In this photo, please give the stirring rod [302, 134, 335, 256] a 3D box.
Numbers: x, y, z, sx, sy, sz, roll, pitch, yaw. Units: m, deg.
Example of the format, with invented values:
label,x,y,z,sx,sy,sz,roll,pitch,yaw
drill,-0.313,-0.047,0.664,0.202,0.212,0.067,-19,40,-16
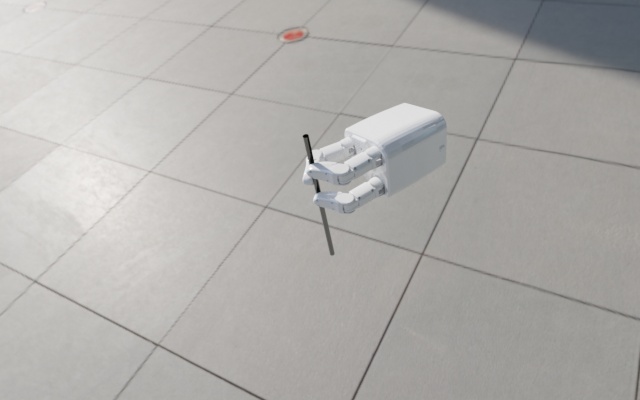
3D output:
label,x,y,z,sx,sy,sz,roll,pitch,yaw
stirring rod,0.000,0.002,0.687,0.011,0.011,0.240,0,-44,13
